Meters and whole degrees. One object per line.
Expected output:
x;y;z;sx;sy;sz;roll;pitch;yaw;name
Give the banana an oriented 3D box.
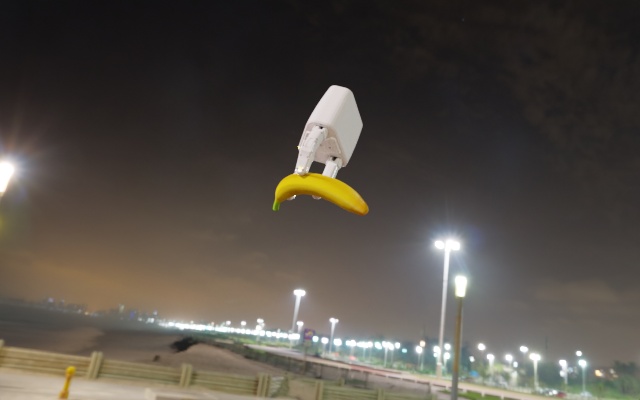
-0.007;-0.014;0.808;0.198;0.070;0.037;3;30;37;banana
